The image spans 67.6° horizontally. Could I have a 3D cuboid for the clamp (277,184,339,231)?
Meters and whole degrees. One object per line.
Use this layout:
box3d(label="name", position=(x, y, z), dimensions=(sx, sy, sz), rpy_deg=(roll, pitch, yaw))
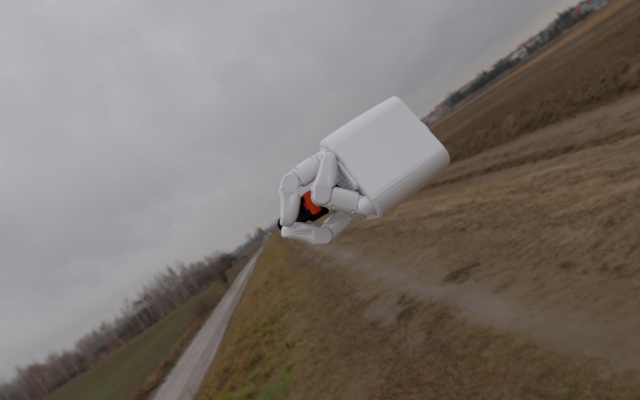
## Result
box3d(label="clamp", position=(0.000, 0.002, 0.629), dimensions=(0.120, 0.039, 0.171), rpy_deg=(-35, 0, -10))
